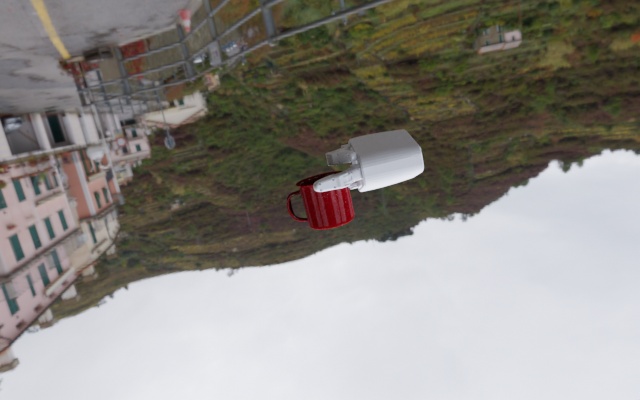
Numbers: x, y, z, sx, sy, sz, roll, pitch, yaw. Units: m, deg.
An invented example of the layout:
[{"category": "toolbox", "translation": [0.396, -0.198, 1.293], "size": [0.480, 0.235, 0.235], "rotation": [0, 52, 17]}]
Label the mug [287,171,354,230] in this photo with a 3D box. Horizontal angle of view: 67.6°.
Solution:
[{"category": "mug", "translation": [-0.001, 0.003, 0.823], "size": [0.117, 0.081, 0.093], "rotation": [-14, 12, -2]}]
